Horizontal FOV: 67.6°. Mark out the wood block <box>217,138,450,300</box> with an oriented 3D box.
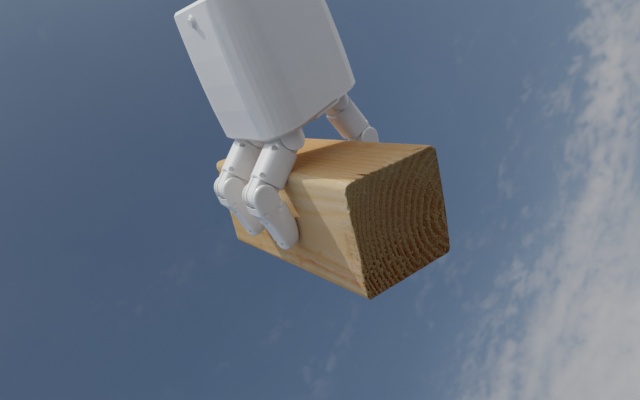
[{"bbox_3d":[0.000,0.001,0.423,0.091,0.090,0.206,-24,21,-30],"label":"wood block"}]
